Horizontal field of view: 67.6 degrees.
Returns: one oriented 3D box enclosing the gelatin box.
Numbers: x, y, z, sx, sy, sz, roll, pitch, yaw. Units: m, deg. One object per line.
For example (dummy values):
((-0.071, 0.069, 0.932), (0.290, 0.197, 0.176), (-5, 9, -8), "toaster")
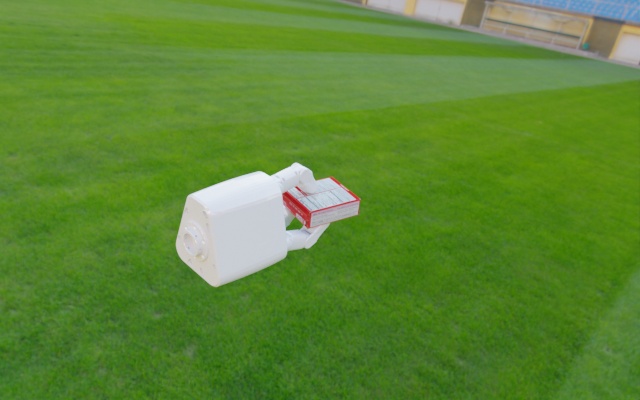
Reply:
((0.000, 0.002, 0.679), (0.089, 0.030, 0.073), (-15, 36, -30), "gelatin box")
